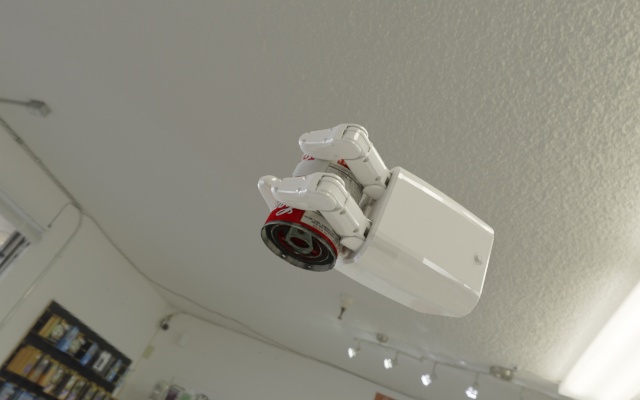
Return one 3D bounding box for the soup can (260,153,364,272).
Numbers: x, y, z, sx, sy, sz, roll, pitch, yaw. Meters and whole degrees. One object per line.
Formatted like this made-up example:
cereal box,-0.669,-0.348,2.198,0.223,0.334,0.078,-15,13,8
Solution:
soup can,0.000,0.001,0.420,0.068,0.102,0.069,19,-33,12
